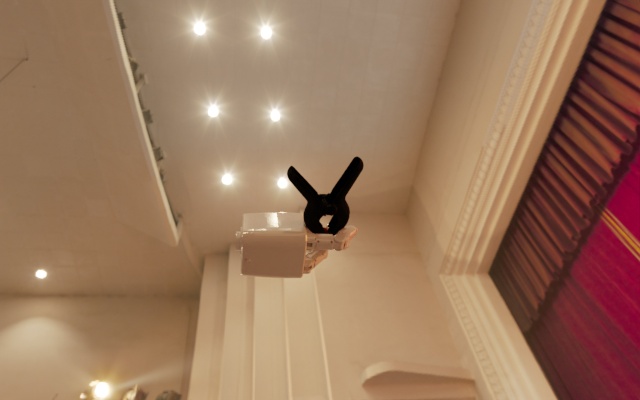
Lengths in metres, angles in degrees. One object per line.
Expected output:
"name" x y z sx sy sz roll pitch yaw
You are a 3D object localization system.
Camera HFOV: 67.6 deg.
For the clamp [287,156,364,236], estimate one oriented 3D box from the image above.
"clamp" 0.000 0.002 0.784 0.120 0.172 0.039 2 35 -9
